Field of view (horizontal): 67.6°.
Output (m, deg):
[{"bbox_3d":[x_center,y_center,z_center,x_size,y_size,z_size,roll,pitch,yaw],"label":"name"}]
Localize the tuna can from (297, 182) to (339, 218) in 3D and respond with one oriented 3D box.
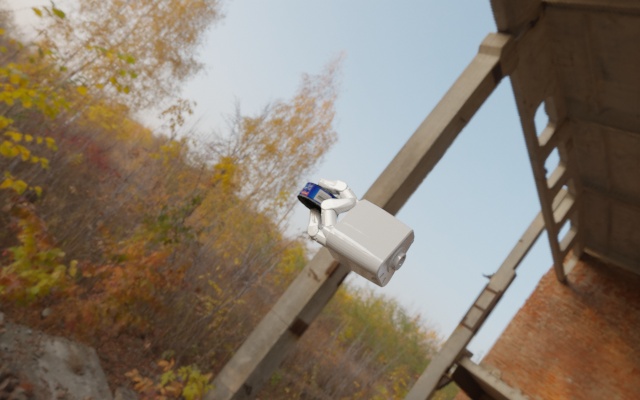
[{"bbox_3d":[0.000,0.002,0.894,0.086,0.033,0.086,33,-12,8],"label":"tuna can"}]
